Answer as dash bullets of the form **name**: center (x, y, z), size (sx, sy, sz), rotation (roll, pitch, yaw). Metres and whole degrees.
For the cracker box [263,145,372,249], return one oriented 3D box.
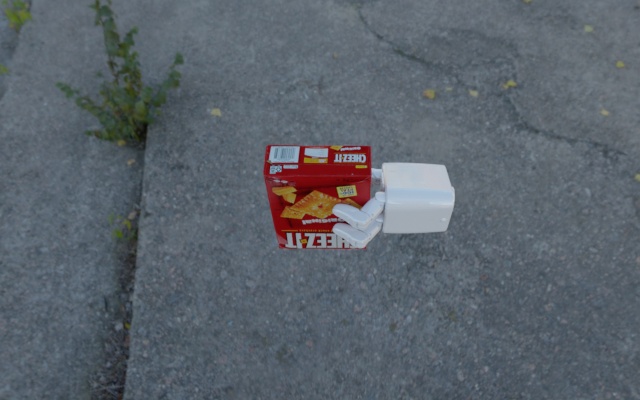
- **cracker box**: center (0.000, 0.002, 0.799), size (0.164, 0.072, 0.214), rotation (1, -37, 3)
